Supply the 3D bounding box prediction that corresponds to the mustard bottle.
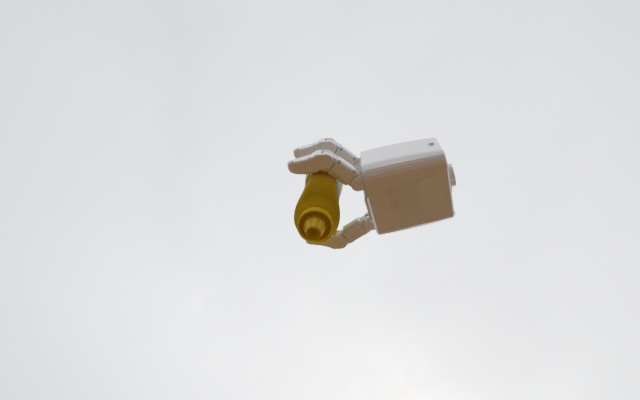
[{"bbox_3d":[0.000,0.002,0.636,0.058,0.096,0.191,10,23,0],"label":"mustard bottle"}]
